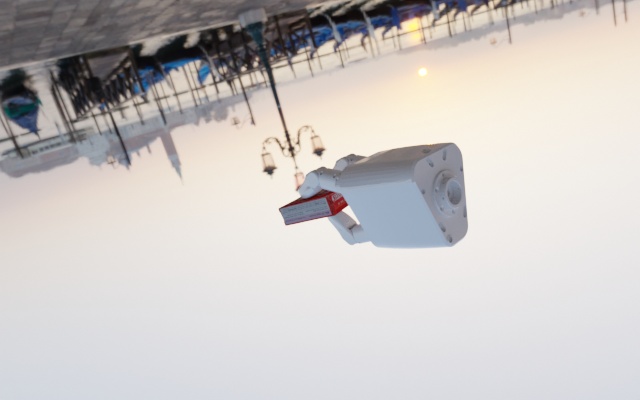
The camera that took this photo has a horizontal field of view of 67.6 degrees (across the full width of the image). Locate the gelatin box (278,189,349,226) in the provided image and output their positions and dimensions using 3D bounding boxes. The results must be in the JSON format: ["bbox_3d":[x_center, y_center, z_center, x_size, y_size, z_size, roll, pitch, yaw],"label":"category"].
[{"bbox_3d":[0.000,0.003,0.642,0.089,0.030,0.073,-15,10,39],"label":"gelatin box"}]
